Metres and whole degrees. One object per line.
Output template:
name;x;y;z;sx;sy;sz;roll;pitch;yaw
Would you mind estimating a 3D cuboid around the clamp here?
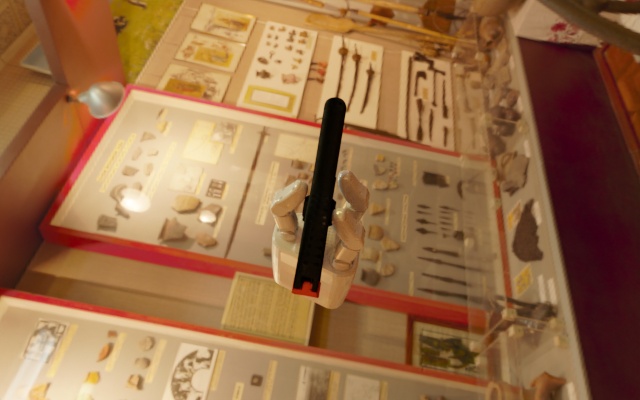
clamp;-0.001;0.002;0.532;0.036;0.209;0.165;8;-37;3
